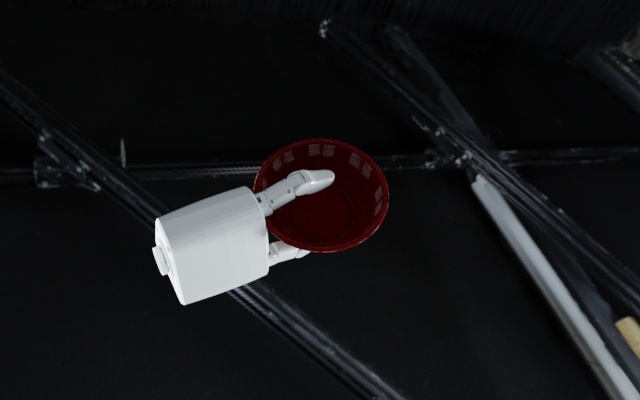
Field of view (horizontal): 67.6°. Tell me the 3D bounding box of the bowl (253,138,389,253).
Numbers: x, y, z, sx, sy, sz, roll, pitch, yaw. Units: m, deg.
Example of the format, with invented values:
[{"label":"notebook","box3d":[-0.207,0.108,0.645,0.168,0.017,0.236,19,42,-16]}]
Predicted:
[{"label":"bowl","box3d":[0.001,0.002,0.591,0.162,0.162,0.055,0,-32,-2]}]
